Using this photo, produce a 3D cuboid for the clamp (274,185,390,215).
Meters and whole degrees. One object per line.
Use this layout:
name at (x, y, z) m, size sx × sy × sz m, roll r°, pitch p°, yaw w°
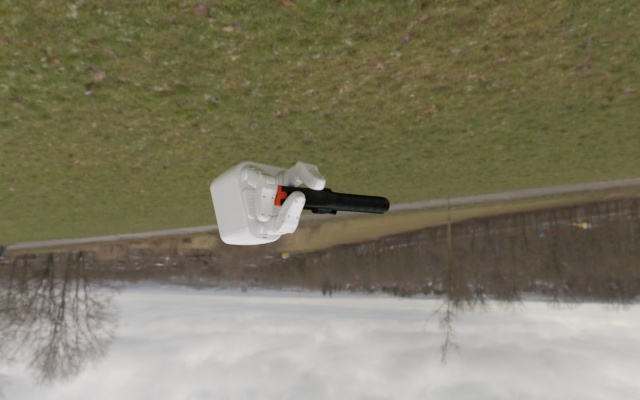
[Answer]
clamp at (0.000, 0.003, 0.685) m, size 0.171 × 0.039 × 0.120 m, roll 9°, pitch -14°, yaw -33°
